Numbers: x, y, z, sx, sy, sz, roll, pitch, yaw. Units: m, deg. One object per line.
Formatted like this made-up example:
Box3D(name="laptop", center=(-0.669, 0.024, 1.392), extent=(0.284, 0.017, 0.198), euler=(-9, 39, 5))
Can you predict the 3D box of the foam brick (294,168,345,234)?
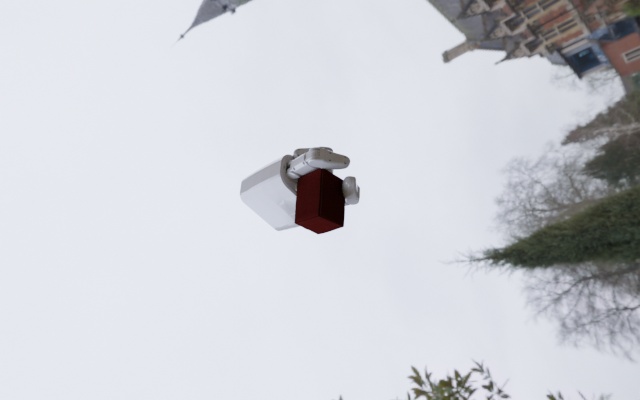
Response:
Box3D(name="foam brick", center=(0.000, 0.002, 0.692), extent=(0.051, 0.078, 0.053), euler=(-21, -36, 38))
